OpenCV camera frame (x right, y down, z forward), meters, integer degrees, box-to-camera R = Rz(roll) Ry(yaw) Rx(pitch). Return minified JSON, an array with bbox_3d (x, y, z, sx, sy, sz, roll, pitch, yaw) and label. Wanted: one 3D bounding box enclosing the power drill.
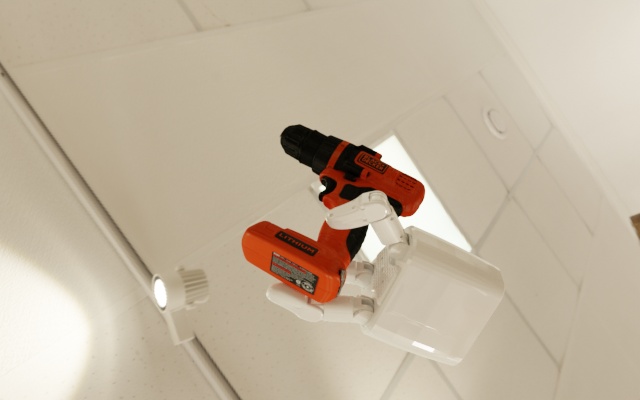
[{"bbox_3d":[0.000,0.002,0.509,0.184,0.057,0.187,27,51,15],"label":"power drill"}]
